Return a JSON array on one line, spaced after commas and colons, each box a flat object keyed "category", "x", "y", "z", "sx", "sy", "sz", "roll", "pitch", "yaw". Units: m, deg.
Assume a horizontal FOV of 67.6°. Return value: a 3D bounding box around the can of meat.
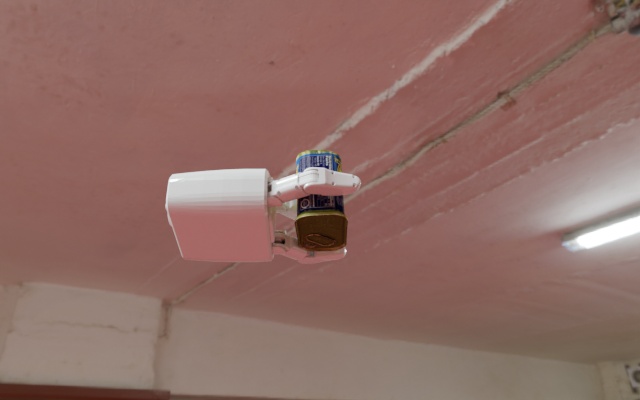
[{"category": "can of meat", "x": 0.000, "y": 0.001, "z": 0.556, "sx": 0.057, "sy": 0.084, "sz": 0.102, "roll": -3, "pitch": -28, "yaw": 1}]
